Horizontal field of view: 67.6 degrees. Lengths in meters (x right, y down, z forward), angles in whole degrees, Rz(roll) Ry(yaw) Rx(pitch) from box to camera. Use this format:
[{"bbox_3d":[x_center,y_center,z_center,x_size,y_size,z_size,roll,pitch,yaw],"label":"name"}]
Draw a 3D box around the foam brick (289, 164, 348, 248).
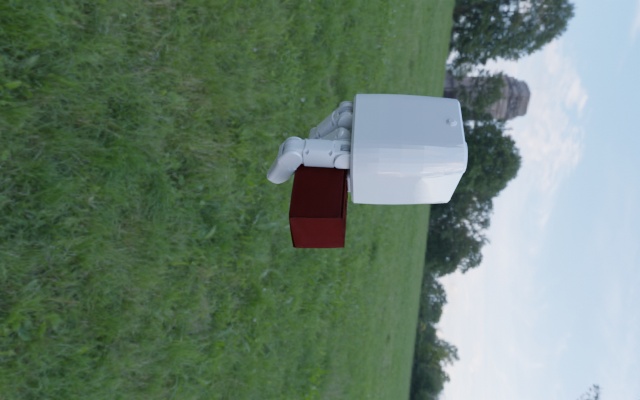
[{"bbox_3d":[0.000,0.002,0.470,0.051,0.078,0.053,2,-37,5],"label":"foam brick"}]
